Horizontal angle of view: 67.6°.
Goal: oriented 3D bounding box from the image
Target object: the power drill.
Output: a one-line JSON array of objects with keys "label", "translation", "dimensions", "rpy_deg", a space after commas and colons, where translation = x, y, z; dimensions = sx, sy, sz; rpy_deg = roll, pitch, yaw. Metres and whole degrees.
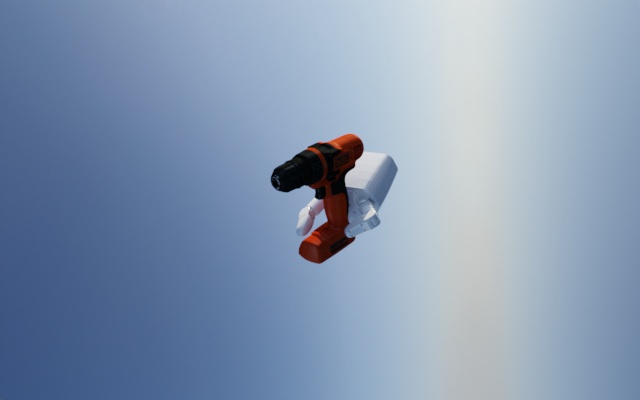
[{"label": "power drill", "translation": [0.000, 0.003, 0.747], "dimensions": [0.057, 0.188, 0.184], "rpy_deg": [25, 38, 37]}]
